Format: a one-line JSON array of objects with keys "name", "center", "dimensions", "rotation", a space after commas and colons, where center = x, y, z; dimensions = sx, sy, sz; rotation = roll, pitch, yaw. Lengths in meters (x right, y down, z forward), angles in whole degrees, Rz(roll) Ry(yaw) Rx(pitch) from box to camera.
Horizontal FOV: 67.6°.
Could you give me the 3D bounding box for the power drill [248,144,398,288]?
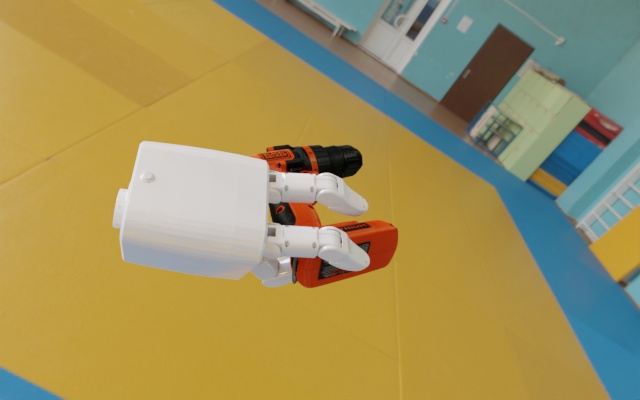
[{"name": "power drill", "center": [0.000, 0.002, 0.511], "dimensions": [0.184, 0.057, 0.187], "rotation": [-13, 38, -25]}]
